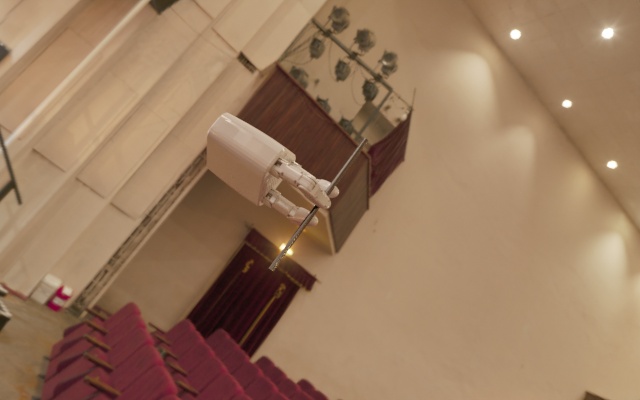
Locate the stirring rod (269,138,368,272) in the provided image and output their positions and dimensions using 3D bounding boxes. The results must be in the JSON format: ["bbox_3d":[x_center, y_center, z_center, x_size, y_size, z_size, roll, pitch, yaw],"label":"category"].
[{"bbox_3d":[0.000,0.002,0.689,0.011,0.239,0.011,33,-15,10],"label":"stirring rod"}]
